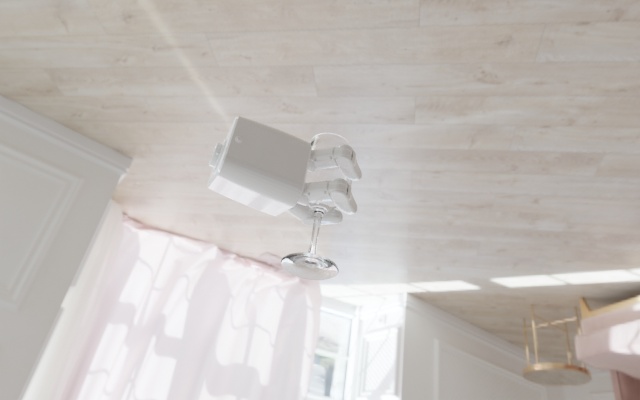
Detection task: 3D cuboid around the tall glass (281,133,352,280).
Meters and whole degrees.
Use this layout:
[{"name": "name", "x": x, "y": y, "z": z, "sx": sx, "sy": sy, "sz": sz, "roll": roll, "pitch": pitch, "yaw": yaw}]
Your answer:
[{"name": "tall glass", "x": 0.000, "y": 0.003, "z": 0.656, "sx": 0.079, "sy": 0.201, "sz": 0.079, "roll": 7, "pitch": -33, "yaw": 5}]
